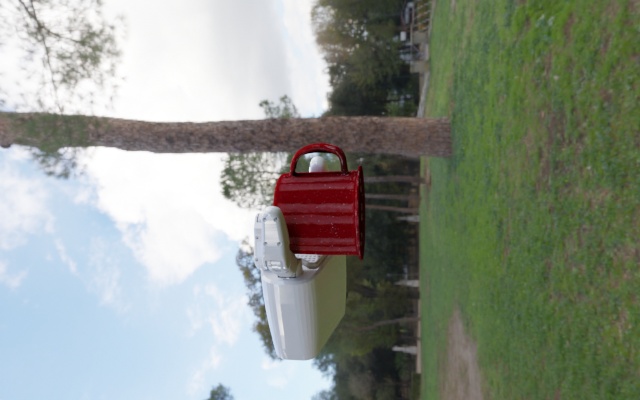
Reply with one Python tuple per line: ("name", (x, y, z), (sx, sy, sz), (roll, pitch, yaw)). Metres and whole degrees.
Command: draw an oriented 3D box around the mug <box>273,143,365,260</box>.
("mug", (0.000, 0.000, 0.467), (0.081, 0.117, 0.093), (-1, 25, 9))
